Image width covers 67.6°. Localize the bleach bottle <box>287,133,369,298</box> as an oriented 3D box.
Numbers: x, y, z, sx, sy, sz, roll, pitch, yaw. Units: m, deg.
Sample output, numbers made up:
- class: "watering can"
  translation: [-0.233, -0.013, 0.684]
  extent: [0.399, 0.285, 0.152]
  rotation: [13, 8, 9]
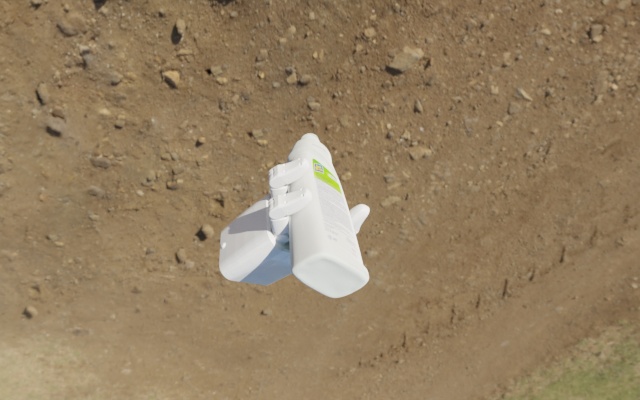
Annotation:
- class: "bleach bottle"
  translation: [0.000, 0.002, 0.660]
  extent: [0.068, 0.250, 0.103]
  rotation: [-33, -49, 25]
